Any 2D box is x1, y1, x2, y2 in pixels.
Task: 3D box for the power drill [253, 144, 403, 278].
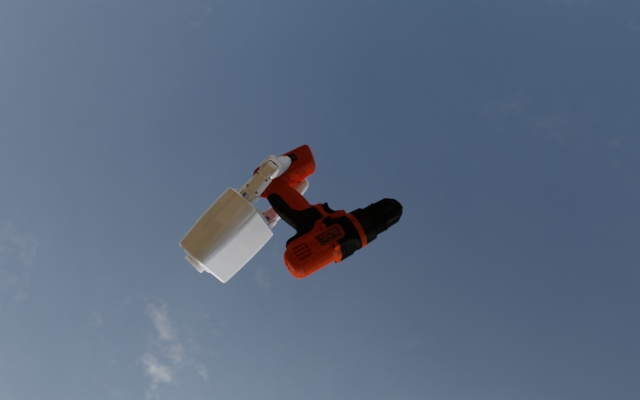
[{"bbox_3d":[0.000,0.002,0.694,0.184,0.187,0.057,-27,-35,-16],"label":"power drill"}]
